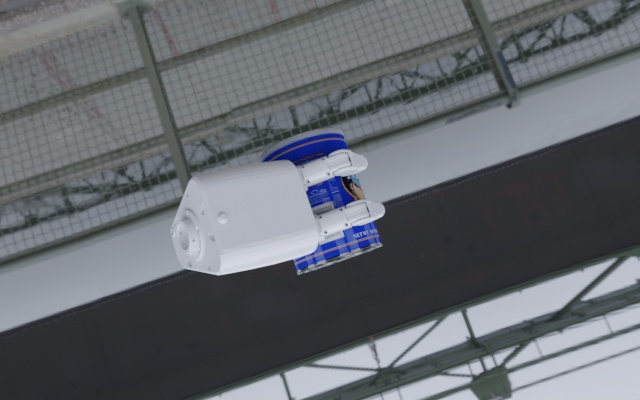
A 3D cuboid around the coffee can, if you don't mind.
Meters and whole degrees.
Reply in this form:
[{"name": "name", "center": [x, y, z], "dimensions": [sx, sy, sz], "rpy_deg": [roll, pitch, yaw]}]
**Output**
[{"name": "coffee can", "center": [0.000, 0.002, 0.548], "dimensions": [0.103, 0.140, 0.103], "rpy_deg": [-19, -9, -3]}]
